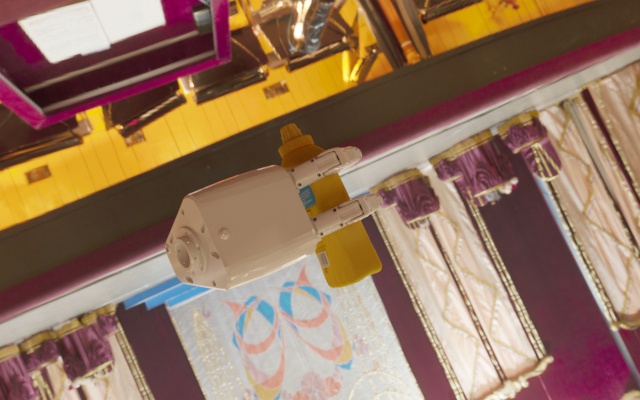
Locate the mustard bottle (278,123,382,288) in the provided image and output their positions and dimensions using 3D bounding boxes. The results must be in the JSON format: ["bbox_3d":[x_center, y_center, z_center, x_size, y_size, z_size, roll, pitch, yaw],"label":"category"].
[{"bbox_3d":[0.000,0.002,0.543,0.058,0.191,0.096,-23,-4,-18],"label":"mustard bottle"}]
